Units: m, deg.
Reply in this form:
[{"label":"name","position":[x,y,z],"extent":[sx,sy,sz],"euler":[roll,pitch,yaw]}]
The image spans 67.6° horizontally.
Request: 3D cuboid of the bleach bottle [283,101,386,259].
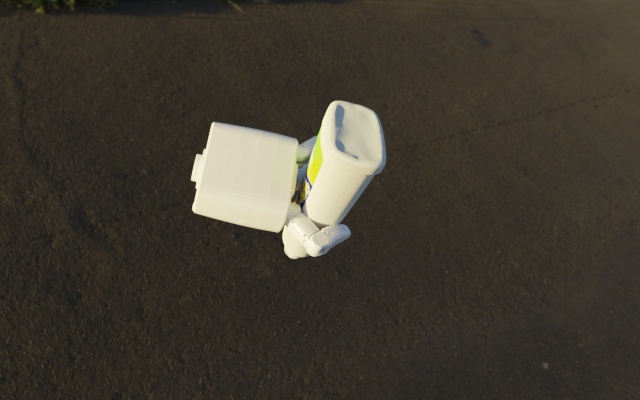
[{"label":"bleach bottle","position":[0.000,0.002,0.597],"extent":[0.068,0.102,0.251],"euler":[12,-42,-13]}]
